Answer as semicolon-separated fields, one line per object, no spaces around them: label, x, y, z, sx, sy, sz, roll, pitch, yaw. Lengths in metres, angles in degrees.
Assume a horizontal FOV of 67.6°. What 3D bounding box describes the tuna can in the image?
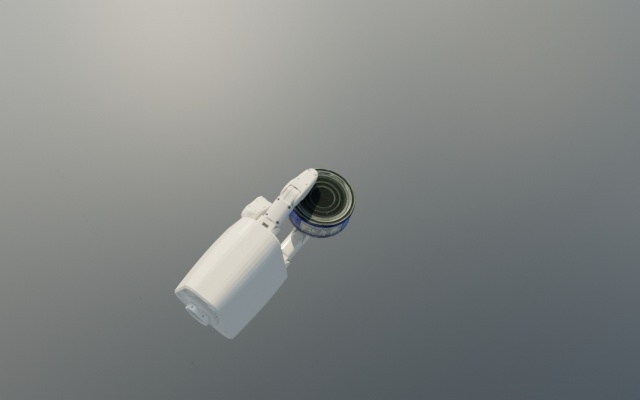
tuna can;0.000;0.002;0.604;0.086;0.086;0.034;0;-30;-12
